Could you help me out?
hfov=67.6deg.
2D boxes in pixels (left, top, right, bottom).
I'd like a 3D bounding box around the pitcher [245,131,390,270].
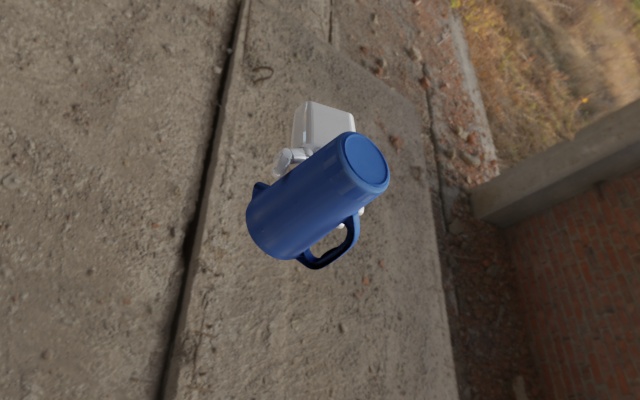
[{"bbox_3d":[0.000,0.002,0.781,0.149,0.145,0.243,25,-42,-30],"label":"pitcher"}]
